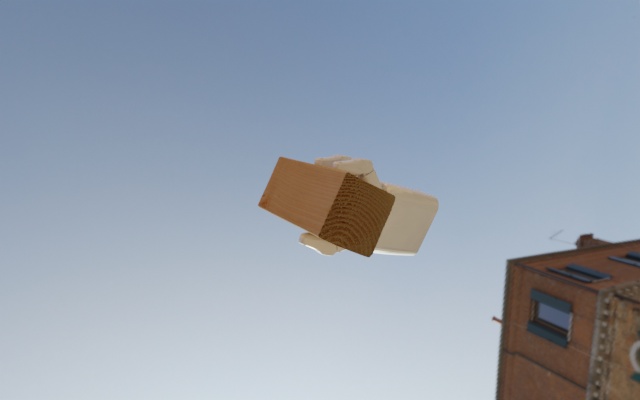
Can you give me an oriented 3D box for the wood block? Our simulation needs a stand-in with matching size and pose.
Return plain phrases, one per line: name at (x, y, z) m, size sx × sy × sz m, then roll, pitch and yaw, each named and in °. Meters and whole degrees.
wood block at (0.000, 0.003, 0.692) m, size 0.090 × 0.091 × 0.206 m, roll 24°, pitch -2°, yaw -30°
